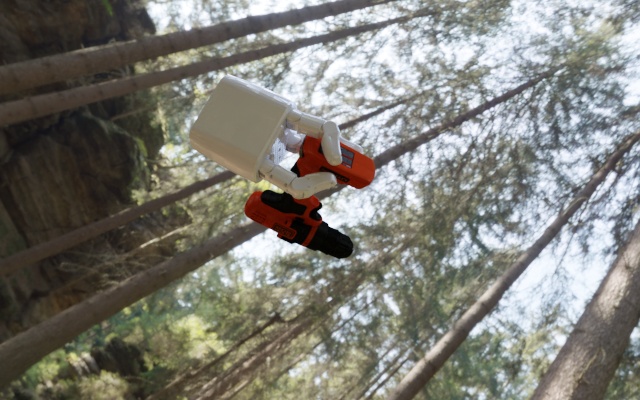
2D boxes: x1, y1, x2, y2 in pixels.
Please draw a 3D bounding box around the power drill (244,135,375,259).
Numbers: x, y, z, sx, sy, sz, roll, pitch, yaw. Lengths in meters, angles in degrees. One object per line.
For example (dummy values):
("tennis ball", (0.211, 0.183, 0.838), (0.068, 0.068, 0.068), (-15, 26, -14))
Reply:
("power drill", (0.000, 0.002, 0.694), (0.184, 0.057, 0.188), (25, -48, -13))
